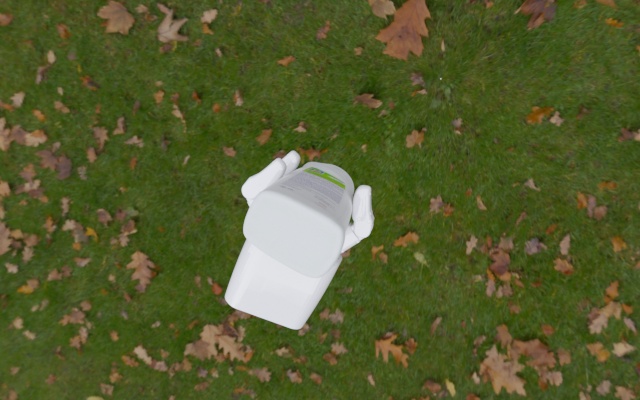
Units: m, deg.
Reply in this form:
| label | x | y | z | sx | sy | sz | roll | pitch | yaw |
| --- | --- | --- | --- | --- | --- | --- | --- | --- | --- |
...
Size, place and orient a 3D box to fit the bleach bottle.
| label | x | y | z | sx | sy | sz | roll | pitch | yaw |
| --- | --- | --- | --- | --- | --- | --- | --- | --- | --- |
| bleach bottle | 0.000 | 0.002 | 0.572 | 0.102 | 0.068 | 0.250 | 28 | 19 | 6 |
